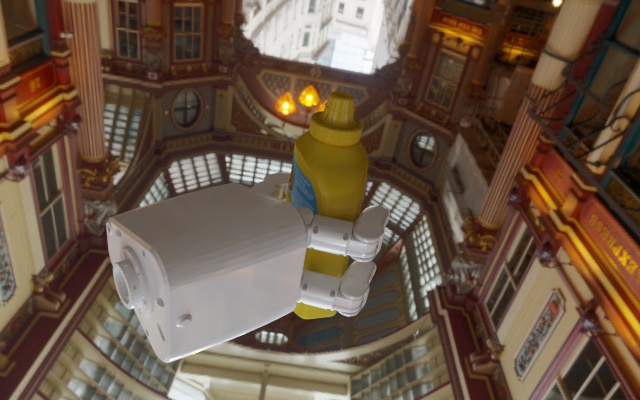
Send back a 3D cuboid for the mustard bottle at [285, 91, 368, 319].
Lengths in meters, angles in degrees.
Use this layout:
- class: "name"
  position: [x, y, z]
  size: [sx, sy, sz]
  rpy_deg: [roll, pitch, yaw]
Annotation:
- class: "mustard bottle"
  position: [0.000, 0.002, 0.408]
  size: [0.058, 0.192, 0.096]
  rpy_deg: [-1, 33, -18]
